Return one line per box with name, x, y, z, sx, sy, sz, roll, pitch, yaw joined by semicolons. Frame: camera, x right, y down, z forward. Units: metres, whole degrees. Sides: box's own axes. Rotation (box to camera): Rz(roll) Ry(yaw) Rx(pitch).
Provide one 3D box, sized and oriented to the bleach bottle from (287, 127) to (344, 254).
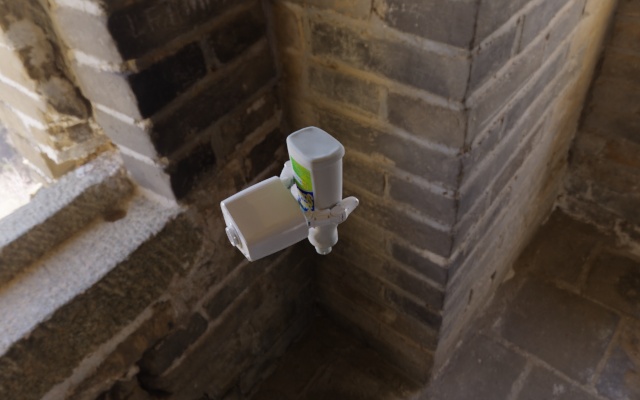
bleach bottle;0.000;0.003;0.828;0.068;0.251;0.102;-26;44;-21
